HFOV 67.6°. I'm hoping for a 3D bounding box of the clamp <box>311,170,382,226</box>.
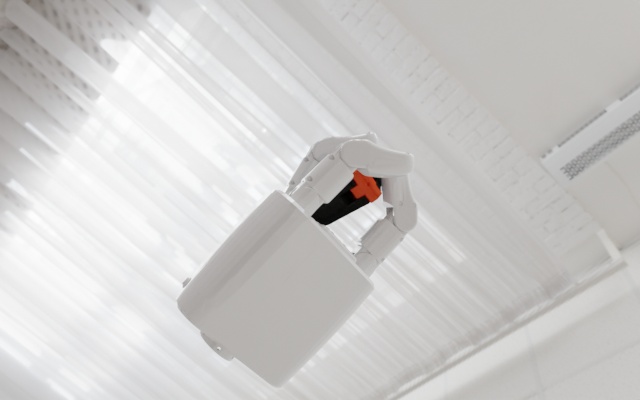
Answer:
[{"bbox_3d":[0.001,0.002,0.443,0.120,0.039,0.171,-45,7,-9],"label":"clamp"}]
